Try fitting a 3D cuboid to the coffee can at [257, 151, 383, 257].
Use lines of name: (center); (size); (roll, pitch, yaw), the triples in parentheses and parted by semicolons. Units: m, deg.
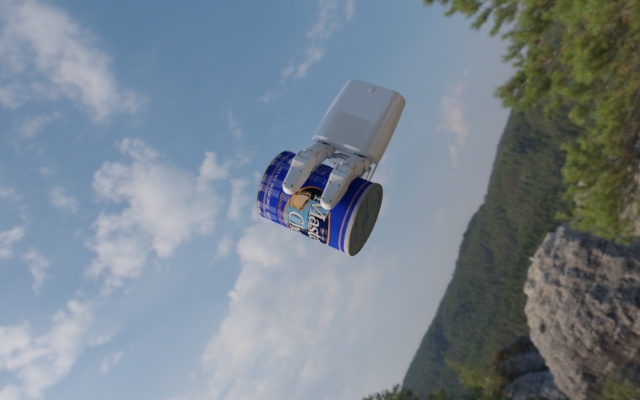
coffee can: (0.000, 0.002, 0.650); (0.140, 0.103, 0.103); (22, 8, 21)
